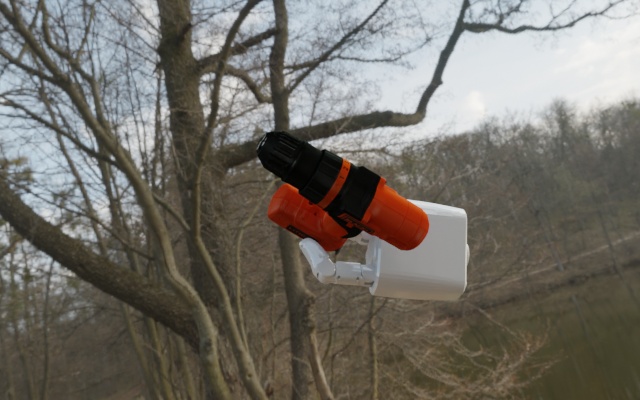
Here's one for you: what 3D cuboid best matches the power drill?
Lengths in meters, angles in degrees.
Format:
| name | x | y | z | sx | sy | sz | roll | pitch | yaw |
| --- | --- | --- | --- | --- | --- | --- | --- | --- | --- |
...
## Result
| name | x | y | z | sx | sy | sz | roll | pitch | yaw |
| --- | --- | --- | --- | --- | --- | --- | --- | --- | --- |
| power drill | 0.000 | 0.002 | 0.517 | 0.184 | 0.057 | 0.188 | 31 | -16 | -12 |
